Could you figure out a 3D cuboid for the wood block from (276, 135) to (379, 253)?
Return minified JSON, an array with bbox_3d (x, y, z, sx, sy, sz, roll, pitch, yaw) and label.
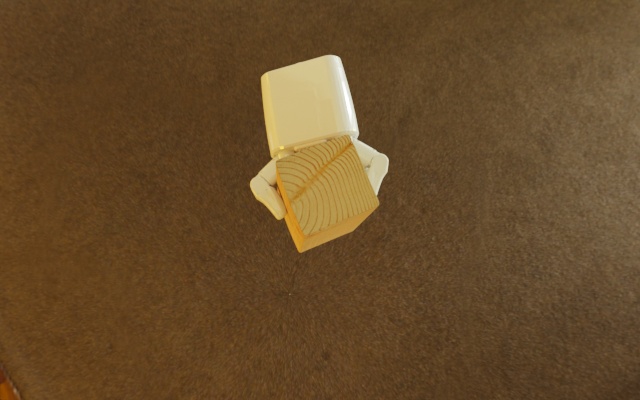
[{"bbox_3d":[0.000,0.002,0.612,0.091,0.090,0.206,-21,-9,-7],"label":"wood block"}]
